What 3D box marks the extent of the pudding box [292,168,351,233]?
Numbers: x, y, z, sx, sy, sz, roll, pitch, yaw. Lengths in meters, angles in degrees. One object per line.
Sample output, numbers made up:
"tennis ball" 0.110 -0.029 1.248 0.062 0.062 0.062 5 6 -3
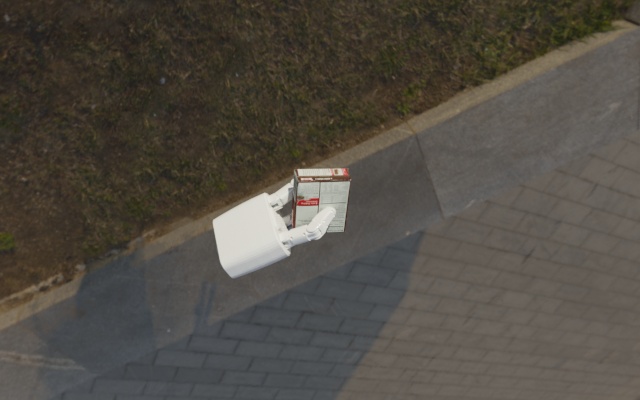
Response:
"pudding box" 0.000 0.003 0.789 0.090 0.114 0.039 -2 38 -10
